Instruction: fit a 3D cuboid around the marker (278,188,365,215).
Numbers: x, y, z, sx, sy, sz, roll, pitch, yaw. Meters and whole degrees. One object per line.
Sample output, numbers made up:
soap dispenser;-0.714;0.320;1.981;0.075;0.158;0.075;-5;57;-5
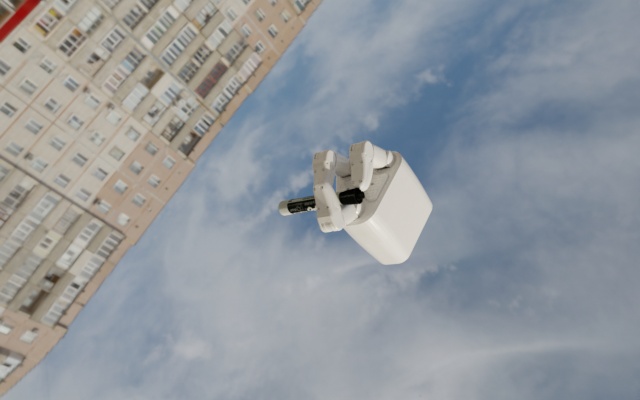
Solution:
marker;0.000;0.002;0.569;0.121;0.020;0.020;-10;-6;37
